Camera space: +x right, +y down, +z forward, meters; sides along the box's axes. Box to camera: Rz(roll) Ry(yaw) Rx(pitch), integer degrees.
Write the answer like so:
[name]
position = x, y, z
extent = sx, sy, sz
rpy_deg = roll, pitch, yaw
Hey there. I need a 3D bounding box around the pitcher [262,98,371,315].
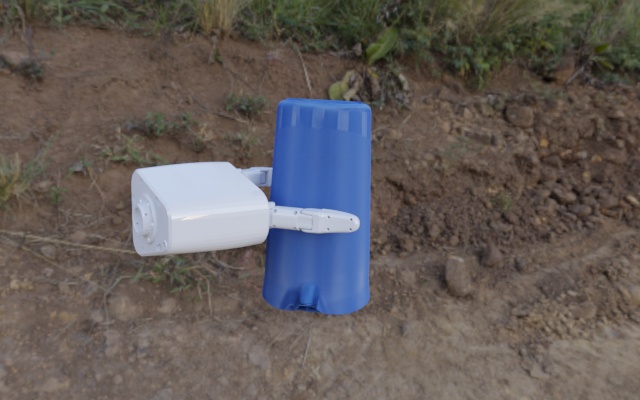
[pitcher]
position = 0.000, 0.002, 0.581
extent = 0.145, 0.243, 0.149
rpy_deg = -6, 14, -36
